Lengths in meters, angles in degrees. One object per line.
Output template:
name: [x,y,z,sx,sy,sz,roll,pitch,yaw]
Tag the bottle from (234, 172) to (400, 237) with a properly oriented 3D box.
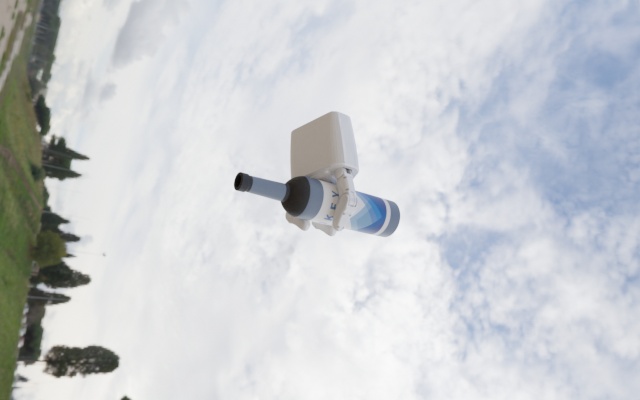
bottle: [0.000,0.003,0.762,0.296,0.069,0.069,14,-8,-34]
